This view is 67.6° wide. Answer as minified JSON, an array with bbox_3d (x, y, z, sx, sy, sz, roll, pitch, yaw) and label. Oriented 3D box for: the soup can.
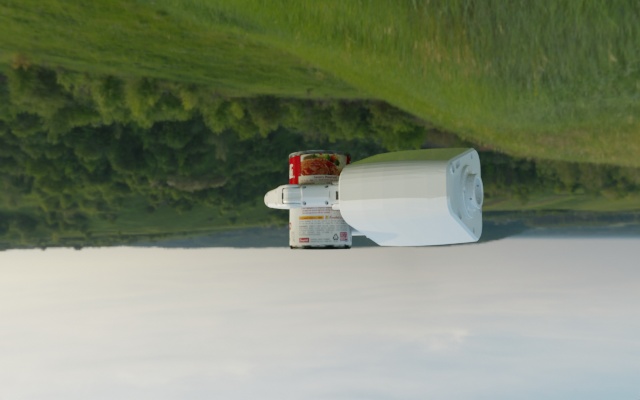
[{"bbox_3d":[0.000,0.002,0.516,0.068,0.102,0.068,0,-5,0],"label":"soup can"}]
